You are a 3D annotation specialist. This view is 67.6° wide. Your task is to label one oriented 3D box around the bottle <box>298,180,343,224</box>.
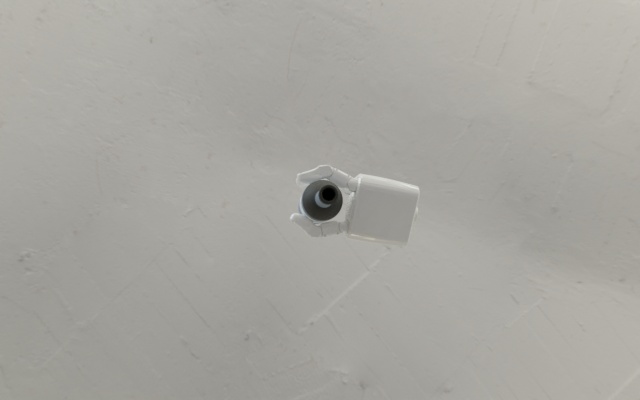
[{"bbox_3d":[0.000,0.003,0.801,0.069,0.069,0.296,0,-4,-4],"label":"bottle"}]
